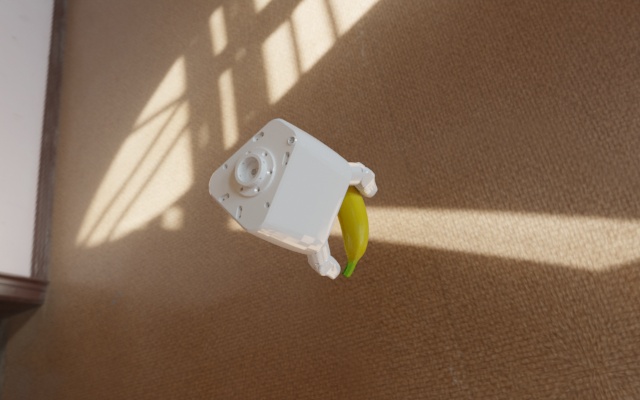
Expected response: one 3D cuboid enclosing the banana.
[{"bbox_3d":[0.016,-0.005,0.614,0.069,0.197,0.037,-33,-28,20],"label":"banana"}]
